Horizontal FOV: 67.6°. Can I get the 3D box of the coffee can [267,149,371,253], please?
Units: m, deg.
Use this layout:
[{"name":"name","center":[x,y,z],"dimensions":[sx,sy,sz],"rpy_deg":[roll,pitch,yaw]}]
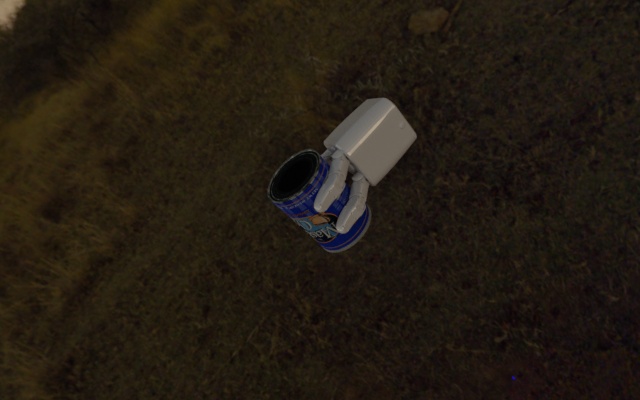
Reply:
[{"name":"coffee can","center":[0.000,0.003,0.755],"dimensions":[0.103,0.102,0.140],"rpy_deg":[0,-36,47]}]
